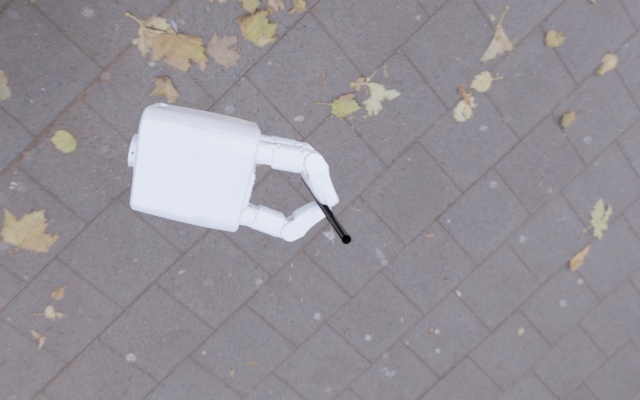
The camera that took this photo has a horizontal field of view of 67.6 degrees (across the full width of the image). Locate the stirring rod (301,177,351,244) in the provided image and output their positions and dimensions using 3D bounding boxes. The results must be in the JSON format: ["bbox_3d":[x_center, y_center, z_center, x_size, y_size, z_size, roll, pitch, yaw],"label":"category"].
[{"bbox_3d":[0.000,0.002,0.497,0.011,0.011,0.239,0,14,-10],"label":"stirring rod"}]
